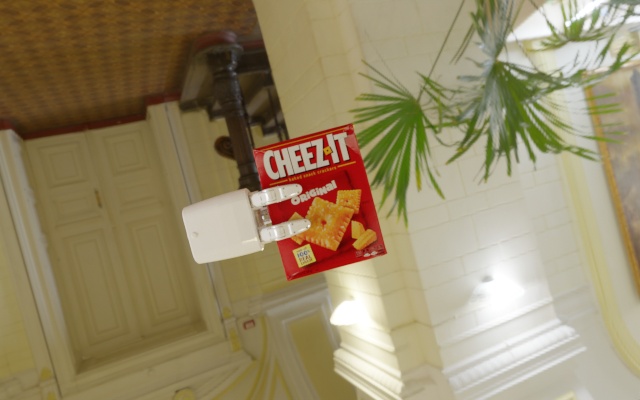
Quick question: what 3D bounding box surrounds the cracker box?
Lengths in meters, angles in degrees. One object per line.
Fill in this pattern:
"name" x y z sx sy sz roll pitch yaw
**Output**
"cracker box" 0.000 0.003 0.758 0.164 0.213 0.072 -15 1 1
